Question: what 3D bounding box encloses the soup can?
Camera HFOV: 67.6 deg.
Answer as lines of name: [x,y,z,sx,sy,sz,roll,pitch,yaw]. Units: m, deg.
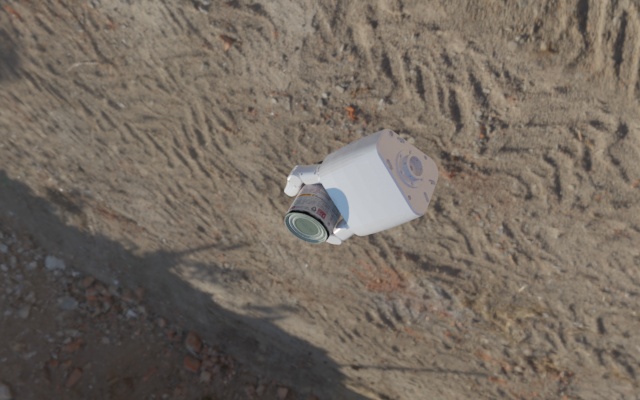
soup can: [0.000,0.002,0.675,0.068,0.102,0.069,18,-37,14]
